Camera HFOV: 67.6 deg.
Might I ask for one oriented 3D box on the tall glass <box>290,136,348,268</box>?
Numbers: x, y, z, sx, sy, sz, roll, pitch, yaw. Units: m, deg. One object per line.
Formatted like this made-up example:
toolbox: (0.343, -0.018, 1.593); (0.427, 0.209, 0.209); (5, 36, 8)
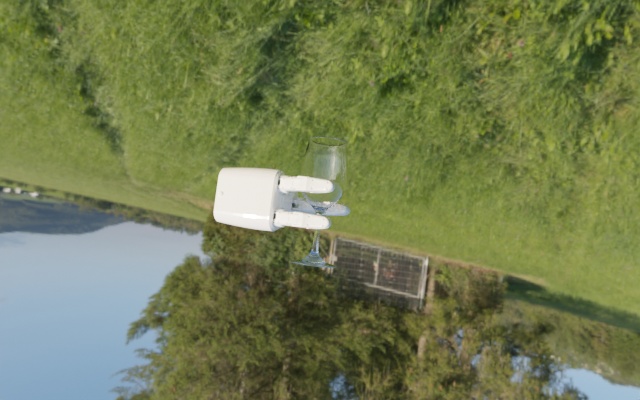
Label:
tall glass: (0.000, 0.003, 0.762); (0.079, 0.201, 0.079); (7, -4, 0)
